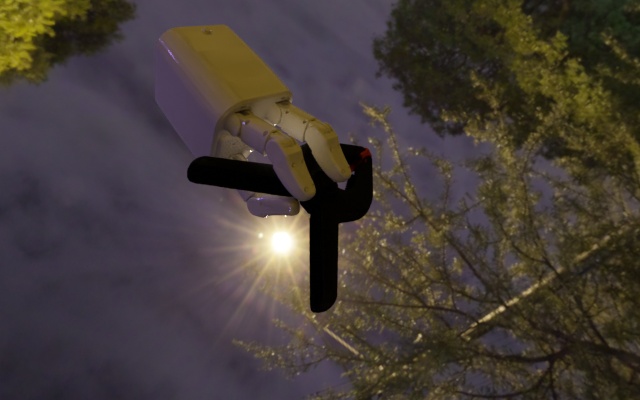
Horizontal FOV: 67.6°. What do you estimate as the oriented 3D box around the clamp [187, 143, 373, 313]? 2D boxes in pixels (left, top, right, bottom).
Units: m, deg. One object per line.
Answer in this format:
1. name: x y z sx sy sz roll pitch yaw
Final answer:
1. clamp: 0.000 0.002 0.455 0.210 0.164 0.036 -27 -15 -49
